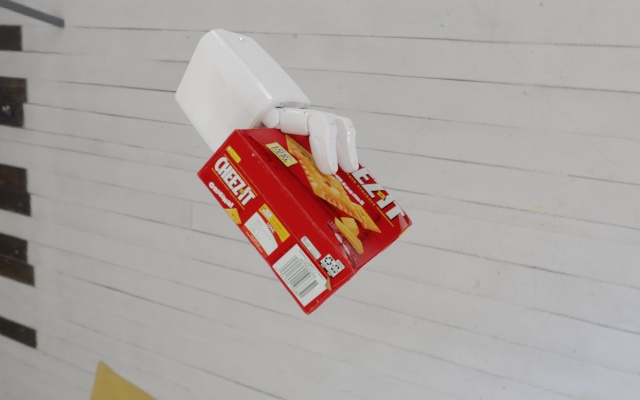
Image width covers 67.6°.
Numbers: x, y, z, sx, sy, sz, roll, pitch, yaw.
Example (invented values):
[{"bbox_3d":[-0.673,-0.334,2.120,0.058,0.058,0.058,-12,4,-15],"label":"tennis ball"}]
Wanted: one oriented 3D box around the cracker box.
[{"bbox_3d":[0.000,0.002,0.502,0.072,0.164,0.213,-44,-10,24],"label":"cracker box"}]
